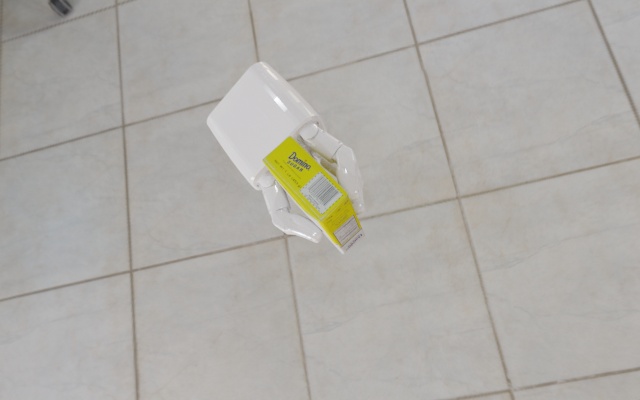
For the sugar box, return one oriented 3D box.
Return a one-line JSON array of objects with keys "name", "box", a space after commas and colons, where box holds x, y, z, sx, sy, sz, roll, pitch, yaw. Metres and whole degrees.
[{"name": "sugar box", "box": [0.000, 0.001, 0.551, 0.048, 0.093, 0.176, -42, -19, -1]}]
